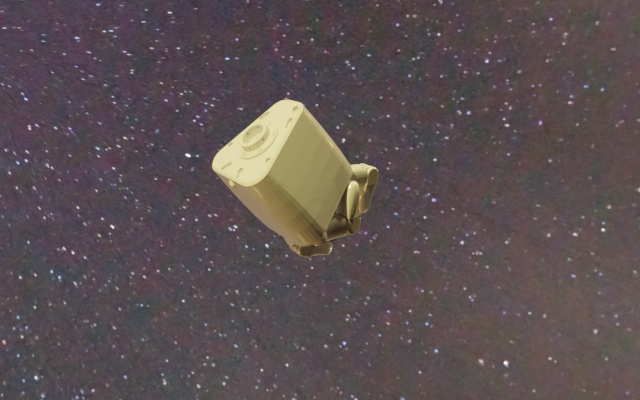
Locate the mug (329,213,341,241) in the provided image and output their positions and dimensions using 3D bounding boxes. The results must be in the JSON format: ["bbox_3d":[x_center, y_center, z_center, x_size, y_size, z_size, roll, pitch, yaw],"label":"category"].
[{"bbox_3d":[0.001,0.003,0.622,0.081,0.093,0.117,25,-19,45],"label":"mug"}]
